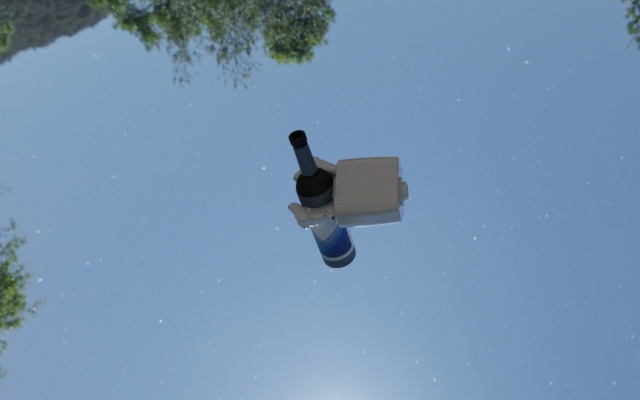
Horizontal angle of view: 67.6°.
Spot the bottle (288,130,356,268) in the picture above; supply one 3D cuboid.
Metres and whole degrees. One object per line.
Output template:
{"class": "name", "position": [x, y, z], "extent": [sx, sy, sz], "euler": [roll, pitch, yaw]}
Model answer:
{"class": "bottle", "position": [0.000, 0.003, 0.831], "extent": [0.069, 0.069, 0.296], "euler": [0, -45, 20]}
